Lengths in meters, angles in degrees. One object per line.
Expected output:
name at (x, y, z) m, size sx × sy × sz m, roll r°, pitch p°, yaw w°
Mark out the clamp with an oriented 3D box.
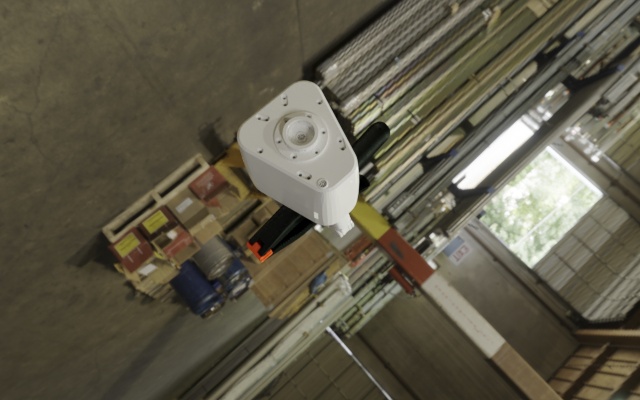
clamp at (0.000, 0.003, 0.601) m, size 0.210 × 0.036 × 0.165 m, roll -41°, pitch -15°, yaw -10°
